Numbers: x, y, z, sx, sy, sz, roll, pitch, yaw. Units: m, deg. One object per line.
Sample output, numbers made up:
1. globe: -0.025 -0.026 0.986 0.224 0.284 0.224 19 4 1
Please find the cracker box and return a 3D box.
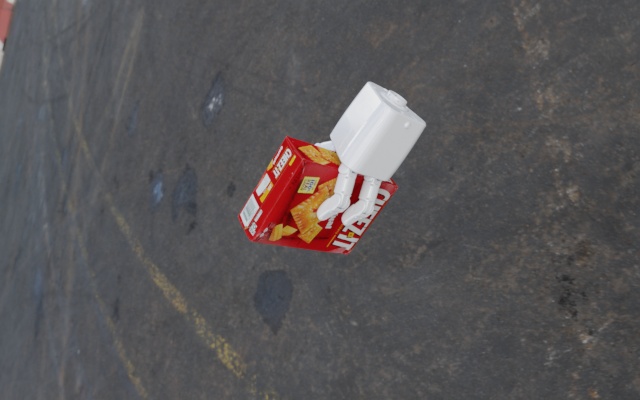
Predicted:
1. cracker box: 0.000 0.002 0.777 0.214 0.164 0.072 13 31 -40
